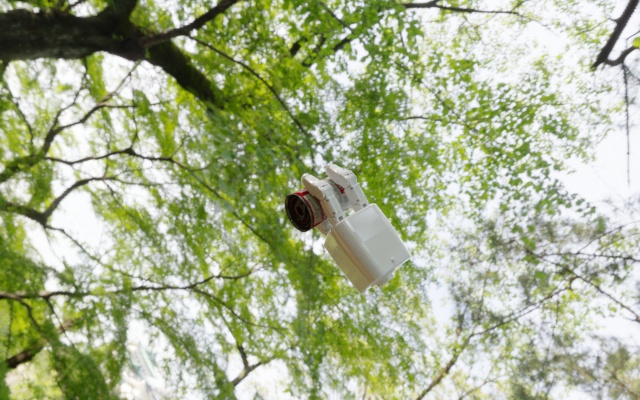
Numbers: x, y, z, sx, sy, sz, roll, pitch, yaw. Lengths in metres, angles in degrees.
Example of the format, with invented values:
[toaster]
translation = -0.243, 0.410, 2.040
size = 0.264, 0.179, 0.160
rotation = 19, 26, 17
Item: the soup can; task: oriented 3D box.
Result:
[soup can]
translation = 0.000, 0.002, 0.804
size = 0.102, 0.068, 0.068
rotation = -26, 16, -35
